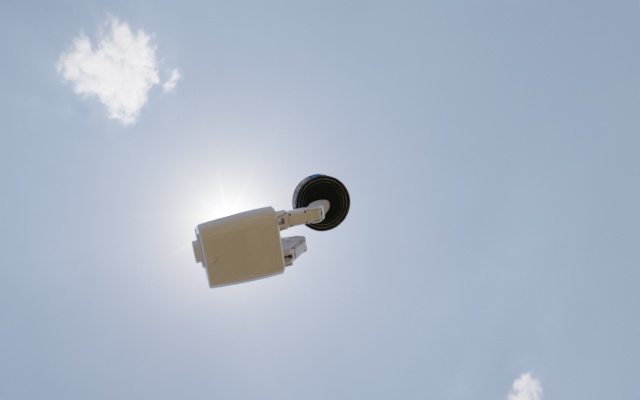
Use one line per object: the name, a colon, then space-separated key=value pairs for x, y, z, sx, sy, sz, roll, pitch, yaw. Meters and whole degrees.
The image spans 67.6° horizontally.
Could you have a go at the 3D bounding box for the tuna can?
tuna can: x=0.000 y=0.002 z=0.733 sx=0.086 sy=0.086 sz=0.033 roll=0 pitch=9 yaw=-17
